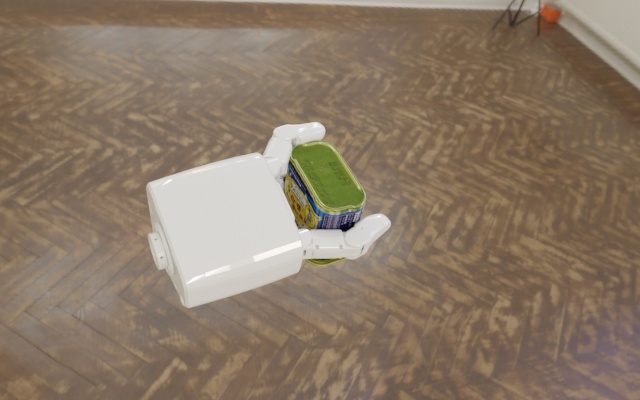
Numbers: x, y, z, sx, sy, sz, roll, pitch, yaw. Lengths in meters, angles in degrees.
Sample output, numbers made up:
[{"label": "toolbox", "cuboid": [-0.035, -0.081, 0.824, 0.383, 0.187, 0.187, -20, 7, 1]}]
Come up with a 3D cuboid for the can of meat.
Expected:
[{"label": "can of meat", "cuboid": [0.000, 0.001, 0.489, 0.057, 0.102, 0.084, -14, -38, -23]}]
